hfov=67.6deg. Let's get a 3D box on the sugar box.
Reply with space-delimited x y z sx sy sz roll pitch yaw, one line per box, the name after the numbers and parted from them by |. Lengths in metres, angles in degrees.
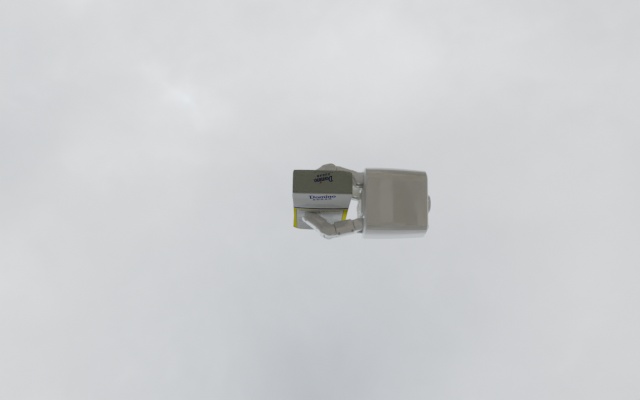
0.000 0.002 0.797 0.093 0.048 0.176 2 -23 -2 | sugar box
